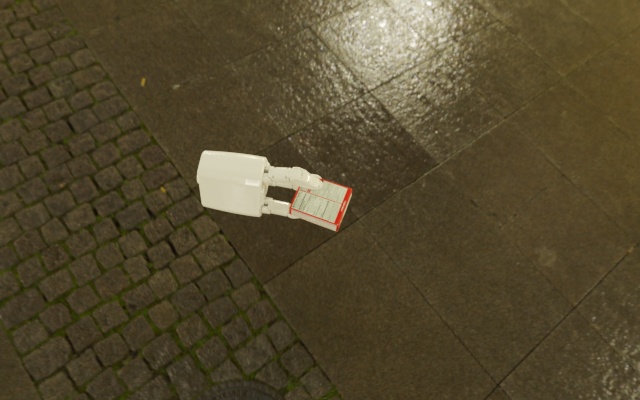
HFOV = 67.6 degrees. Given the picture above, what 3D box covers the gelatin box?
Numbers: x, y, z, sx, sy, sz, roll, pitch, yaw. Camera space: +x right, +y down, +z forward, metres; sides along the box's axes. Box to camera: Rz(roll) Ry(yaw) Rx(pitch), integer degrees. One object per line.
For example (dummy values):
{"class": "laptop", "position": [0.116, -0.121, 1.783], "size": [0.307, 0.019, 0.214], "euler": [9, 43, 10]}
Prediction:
{"class": "gelatin box", "position": [0.000, 0.003, 0.806], "size": [0.089, 0.073, 0.030], "euler": [19, -26, 8]}
